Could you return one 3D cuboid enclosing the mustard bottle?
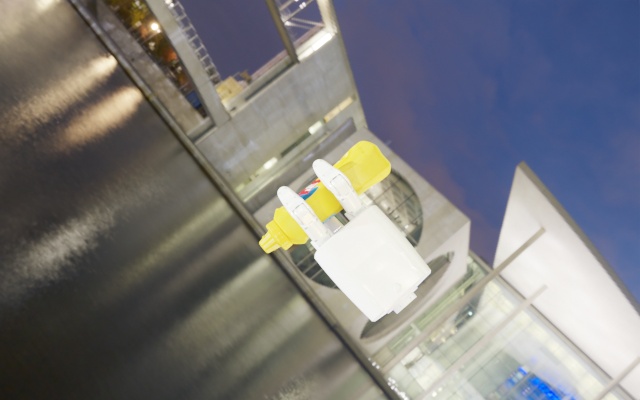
[{"bbox_3d":[0.000,0.002,0.626,0.191,0.058,0.096,-40,8,-6],"label":"mustard bottle"}]
